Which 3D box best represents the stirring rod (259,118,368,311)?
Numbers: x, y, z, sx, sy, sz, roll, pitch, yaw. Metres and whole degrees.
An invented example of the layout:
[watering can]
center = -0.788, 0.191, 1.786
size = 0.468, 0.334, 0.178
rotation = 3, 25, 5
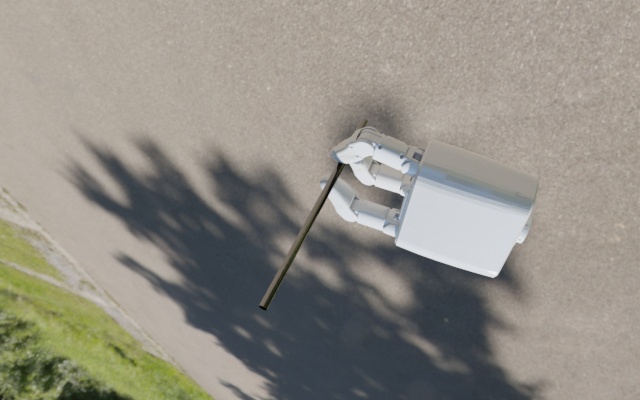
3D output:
[stirring rod]
center = 0.000, 0.001, 0.468
size = 0.011, 0.239, 0.011
rotation = 20, -33, 14
